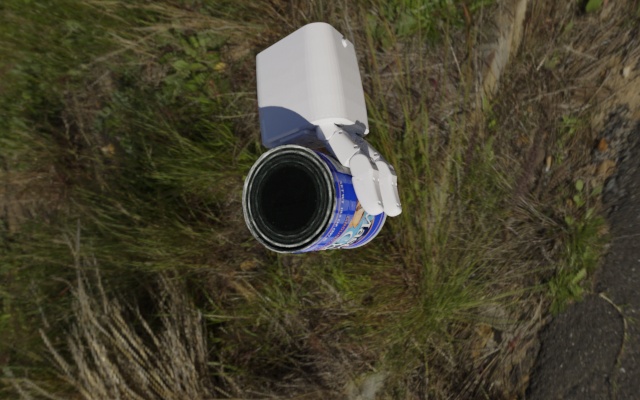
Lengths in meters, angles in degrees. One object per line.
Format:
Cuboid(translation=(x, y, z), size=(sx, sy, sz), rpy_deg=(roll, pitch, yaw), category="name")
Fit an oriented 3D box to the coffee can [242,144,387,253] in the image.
Cuboid(translation=(0.000, 0.002, 0.506), size=(0.103, 0.103, 0.140), rpy_deg=(0, -3, 27), category="coffee can")
